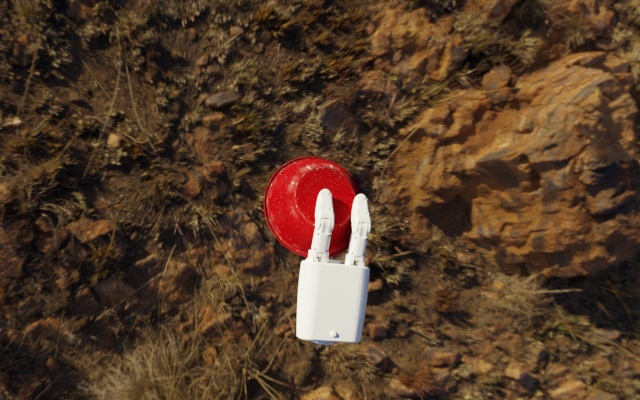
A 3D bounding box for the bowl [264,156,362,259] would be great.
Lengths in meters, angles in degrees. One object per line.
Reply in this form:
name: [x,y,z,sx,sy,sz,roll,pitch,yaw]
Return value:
bowl: [0.000,0.001,0.707,0.162,0.162,0.055,0,-15,-17]
